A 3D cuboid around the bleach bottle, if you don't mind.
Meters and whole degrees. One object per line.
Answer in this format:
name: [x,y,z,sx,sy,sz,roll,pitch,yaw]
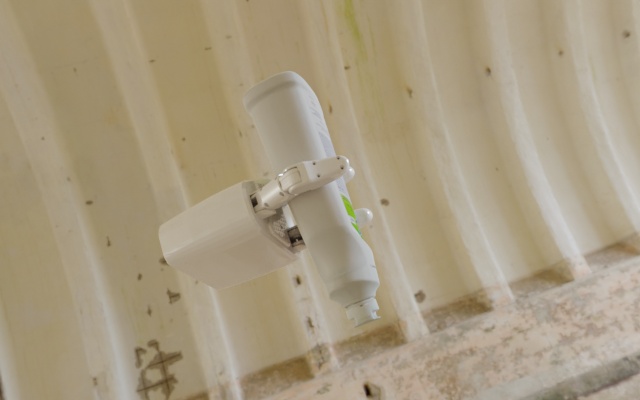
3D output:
bleach bottle: [0.000,0.002,0.480,0.068,0.250,0.102,-24,-18,13]
